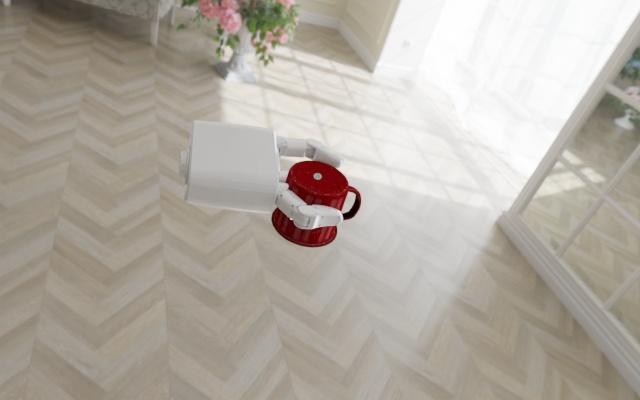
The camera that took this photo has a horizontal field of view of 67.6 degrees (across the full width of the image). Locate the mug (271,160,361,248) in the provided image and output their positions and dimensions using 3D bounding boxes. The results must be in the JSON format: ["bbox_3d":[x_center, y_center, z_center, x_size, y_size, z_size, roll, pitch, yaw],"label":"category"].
[{"bbox_3d":[0.002,0.002,0.633,0.117,0.081,0.093,5,37,-19],"label":"mug"}]
